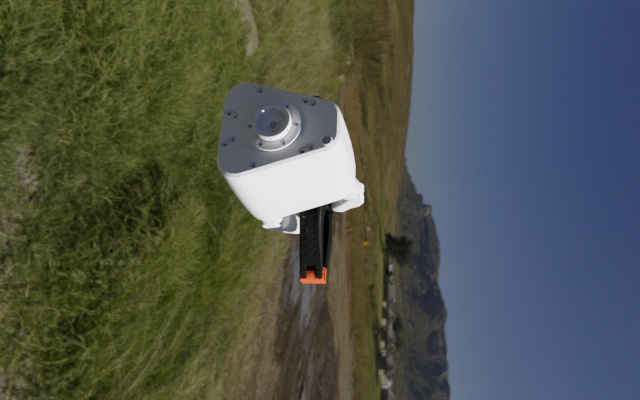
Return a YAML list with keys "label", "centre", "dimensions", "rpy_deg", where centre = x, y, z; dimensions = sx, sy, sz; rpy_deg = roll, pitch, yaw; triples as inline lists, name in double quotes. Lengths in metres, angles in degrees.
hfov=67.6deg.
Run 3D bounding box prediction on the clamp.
- label: "clamp"
  centre: [0.001, 0.002, 0.590]
  dimensions: [0.036, 0.210, 0.165]
  rpy_deg: [-1, -21, 10]
